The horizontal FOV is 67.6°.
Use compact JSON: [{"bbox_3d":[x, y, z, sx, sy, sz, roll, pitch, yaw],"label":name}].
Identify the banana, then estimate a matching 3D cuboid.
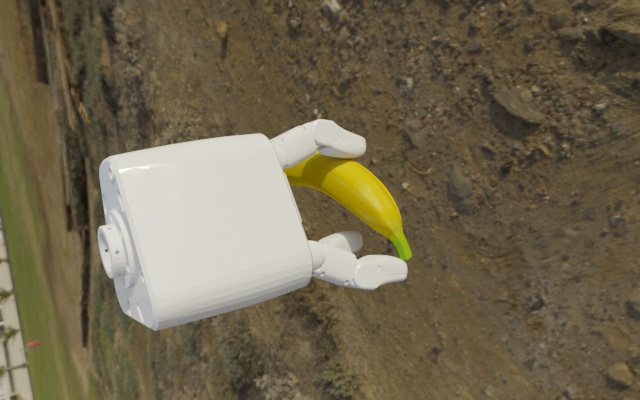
[{"bbox_3d":[0.003,-0.014,0.430,0.037,0.070,0.197,-15,31,-35],"label":"banana"}]
